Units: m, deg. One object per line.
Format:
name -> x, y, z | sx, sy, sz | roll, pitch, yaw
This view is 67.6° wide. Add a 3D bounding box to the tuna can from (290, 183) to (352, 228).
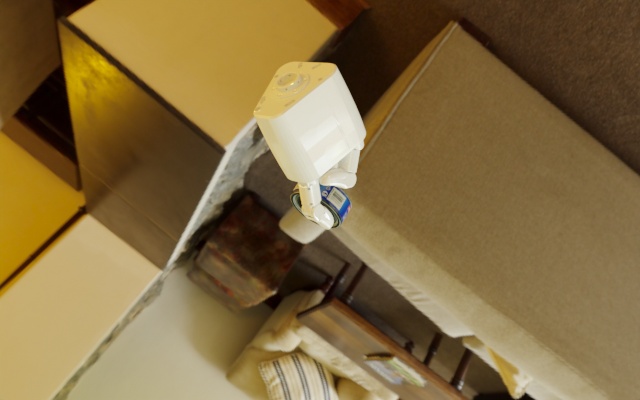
tuna can -> 0.000, 0.003, 0.687 | 0.086, 0.033, 0.086 | 26, -25, 13
